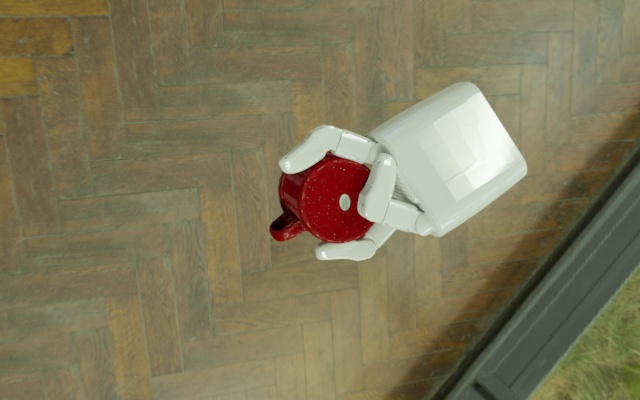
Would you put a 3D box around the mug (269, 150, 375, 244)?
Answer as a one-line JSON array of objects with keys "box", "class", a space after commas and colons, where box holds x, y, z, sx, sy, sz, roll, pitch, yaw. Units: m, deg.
[{"box": [-0.001, 0.002, 0.472, 0.117, 0.093, 0.081, -33, 15, -7], "class": "mug"}]
